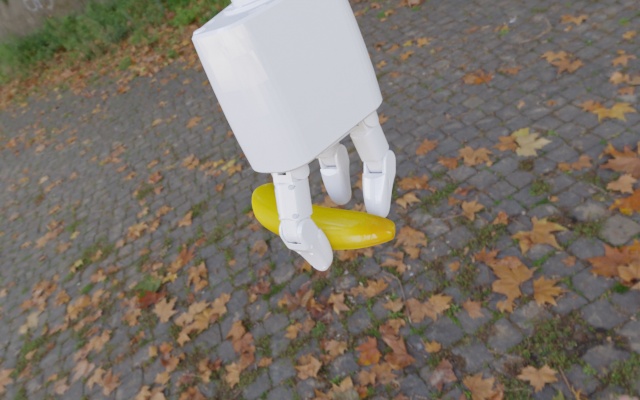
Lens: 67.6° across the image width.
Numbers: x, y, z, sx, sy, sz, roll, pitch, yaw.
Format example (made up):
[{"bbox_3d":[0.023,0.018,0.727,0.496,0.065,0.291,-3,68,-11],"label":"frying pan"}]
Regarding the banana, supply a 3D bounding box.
[{"bbox_3d":[-0.016,0.010,0.446,0.069,0.037,0.197,-34,30,-20],"label":"banana"}]
